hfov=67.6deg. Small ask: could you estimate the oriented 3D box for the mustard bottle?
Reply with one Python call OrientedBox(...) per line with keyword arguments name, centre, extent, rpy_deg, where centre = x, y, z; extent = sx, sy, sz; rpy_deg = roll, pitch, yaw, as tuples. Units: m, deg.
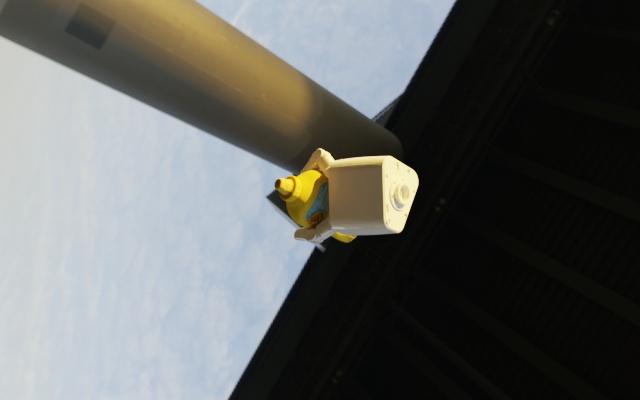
OrientedBox(name="mustard bottle", centre=(0.000, 0.003, 0.795), extent=(0.192, 0.096, 0.058), rpy_deg=(24, 6, -42))
